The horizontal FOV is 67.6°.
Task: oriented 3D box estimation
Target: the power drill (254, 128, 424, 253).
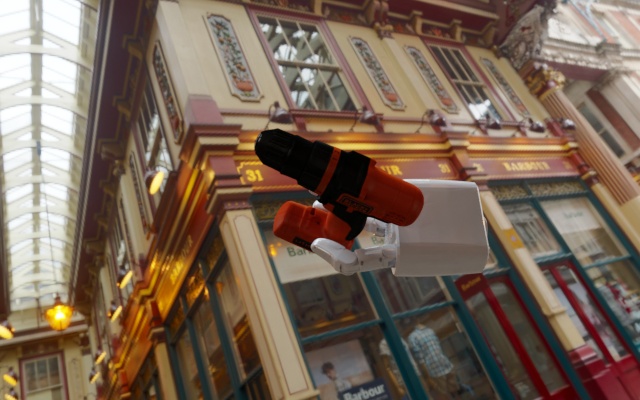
[{"bbox_3d":[0.000,0.002,0.549,0.184,0.057,0.188,25,-26,-6],"label":"power drill"}]
